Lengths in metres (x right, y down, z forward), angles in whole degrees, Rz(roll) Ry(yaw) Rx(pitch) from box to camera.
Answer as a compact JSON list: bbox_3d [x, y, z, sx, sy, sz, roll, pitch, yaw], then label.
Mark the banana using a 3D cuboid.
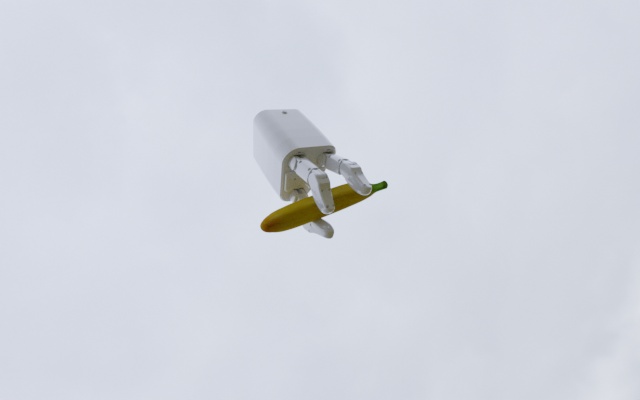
[{"bbox_3d":[-0.001,0.006,0.700,0.198,0.037,0.070,-21,-9,-18],"label":"banana"}]
